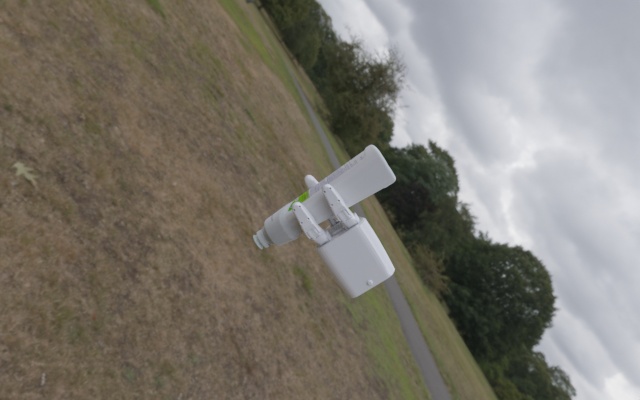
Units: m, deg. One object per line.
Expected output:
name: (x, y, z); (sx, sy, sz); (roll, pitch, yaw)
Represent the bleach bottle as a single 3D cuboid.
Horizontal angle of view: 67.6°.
bleach bottle: (0.000, 0.003, 0.796); (0.251, 0.068, 0.102); (-32, 9, 7)
